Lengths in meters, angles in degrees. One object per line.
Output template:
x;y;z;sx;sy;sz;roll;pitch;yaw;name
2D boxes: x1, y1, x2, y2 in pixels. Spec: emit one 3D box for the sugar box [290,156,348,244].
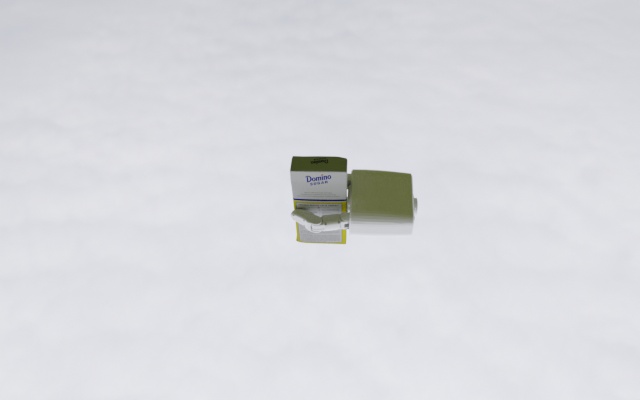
0.000;0.002;0.823;0.093;0.176;0.048;2;42;3;sugar box
